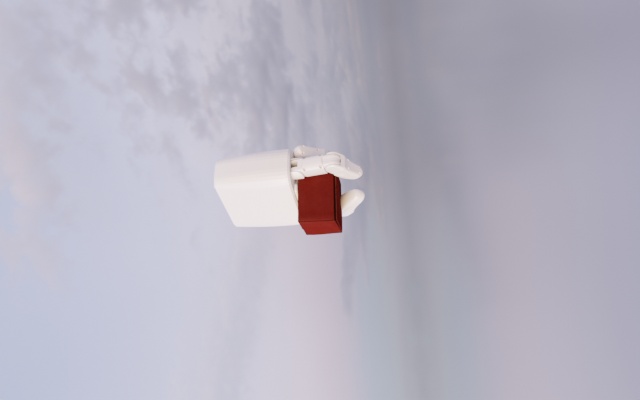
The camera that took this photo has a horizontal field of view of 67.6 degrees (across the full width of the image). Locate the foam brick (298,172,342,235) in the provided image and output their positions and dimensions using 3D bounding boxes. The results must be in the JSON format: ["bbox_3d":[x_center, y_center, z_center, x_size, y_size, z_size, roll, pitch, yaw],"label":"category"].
[{"bbox_3d":[0.000,0.002,0.642,0.051,0.078,0.053,-5,-25,10],"label":"foam brick"}]
